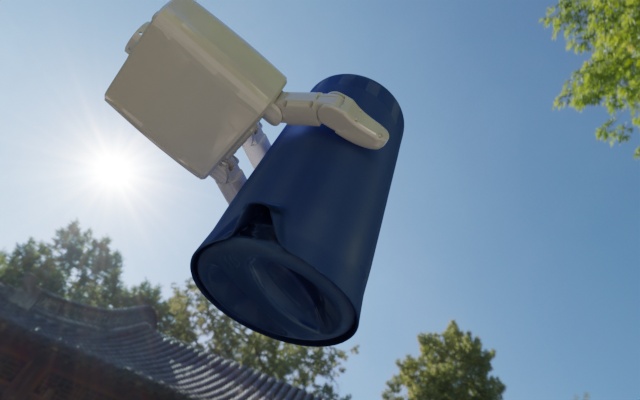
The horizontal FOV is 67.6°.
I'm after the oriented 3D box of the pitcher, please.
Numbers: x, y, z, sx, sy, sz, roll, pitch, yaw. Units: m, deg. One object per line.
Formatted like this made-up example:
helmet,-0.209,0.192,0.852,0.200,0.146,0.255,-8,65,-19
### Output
pitcher,0.000,0.001,0.434,0.145,0.242,0.149,38,-42,-15
